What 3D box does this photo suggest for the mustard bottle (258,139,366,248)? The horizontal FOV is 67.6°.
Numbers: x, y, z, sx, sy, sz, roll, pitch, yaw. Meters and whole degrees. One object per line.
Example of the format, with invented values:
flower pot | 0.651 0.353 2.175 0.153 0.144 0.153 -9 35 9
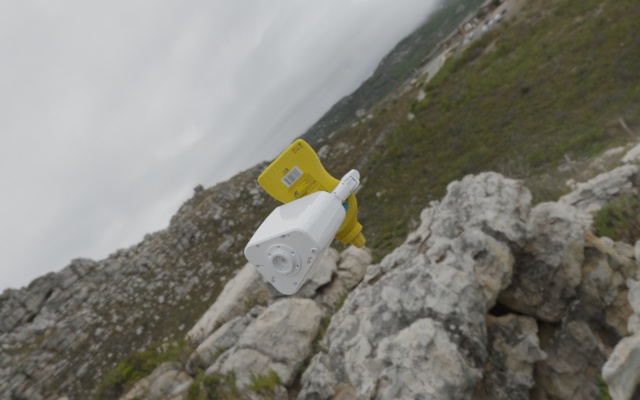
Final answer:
mustard bottle | 0.000 0.002 0.749 0.096 0.191 0.058 -43 6 8
